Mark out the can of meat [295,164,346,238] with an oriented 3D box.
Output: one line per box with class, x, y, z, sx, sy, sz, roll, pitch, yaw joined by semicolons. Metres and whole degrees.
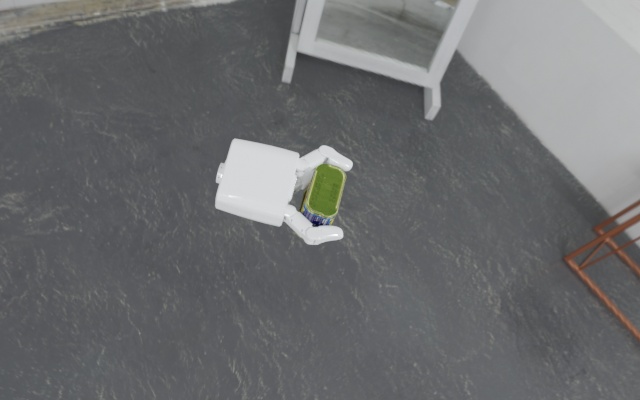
can of meat;0.000;0.002;0.767;0.057;0.102;0.084;17;-33;-4
